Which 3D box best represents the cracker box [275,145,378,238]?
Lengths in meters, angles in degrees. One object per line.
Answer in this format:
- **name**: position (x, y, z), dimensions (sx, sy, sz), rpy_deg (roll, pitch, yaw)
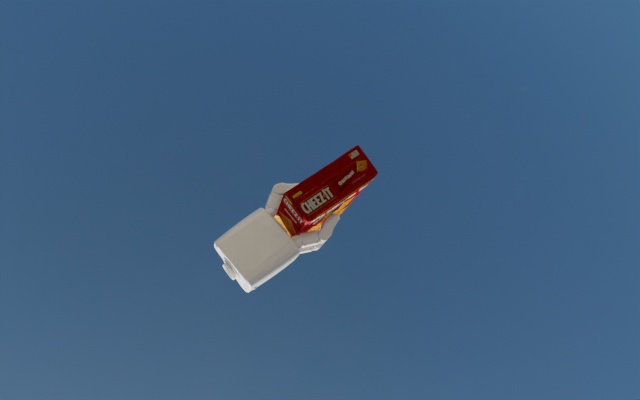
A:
- **cracker box**: position (0.000, 0.003, 0.898), dimensions (0.164, 0.072, 0.214), rpy_deg (-35, -7, -21)
